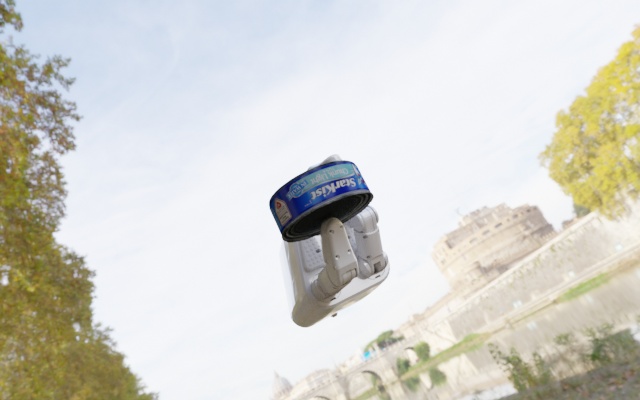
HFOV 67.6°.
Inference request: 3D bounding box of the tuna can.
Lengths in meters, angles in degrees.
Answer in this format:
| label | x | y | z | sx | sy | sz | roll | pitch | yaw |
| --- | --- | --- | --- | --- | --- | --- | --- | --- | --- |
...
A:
| label | x | y | z | sx | sy | sz | roll | pitch | yaw |
| --- | --- | --- | --- | --- | --- | --- | --- | --- | --- |
| tuna can | 0.000 | 0.001 | 0.409 | 0.086 | 0.033 | 0.086 | -24 | -17 | -8 |
